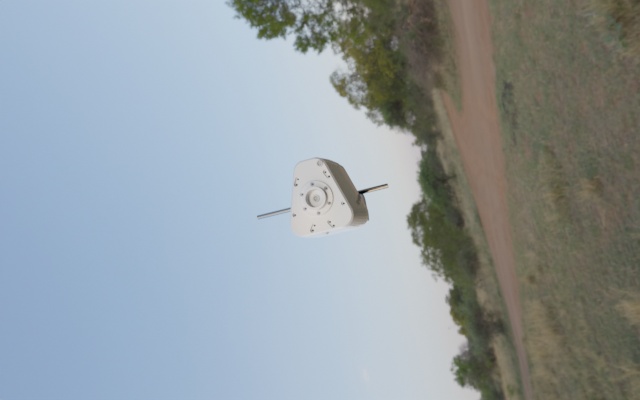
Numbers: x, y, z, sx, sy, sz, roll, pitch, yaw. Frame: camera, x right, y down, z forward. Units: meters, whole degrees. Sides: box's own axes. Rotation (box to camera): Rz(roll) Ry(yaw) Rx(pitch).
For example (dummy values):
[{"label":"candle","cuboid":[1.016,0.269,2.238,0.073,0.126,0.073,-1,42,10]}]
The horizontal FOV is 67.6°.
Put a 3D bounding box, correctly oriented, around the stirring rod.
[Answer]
[{"label":"stirring rod","cuboid":[0.000,0.003,0.832,0.239,0.011,0.011,-14,-4,14]}]
